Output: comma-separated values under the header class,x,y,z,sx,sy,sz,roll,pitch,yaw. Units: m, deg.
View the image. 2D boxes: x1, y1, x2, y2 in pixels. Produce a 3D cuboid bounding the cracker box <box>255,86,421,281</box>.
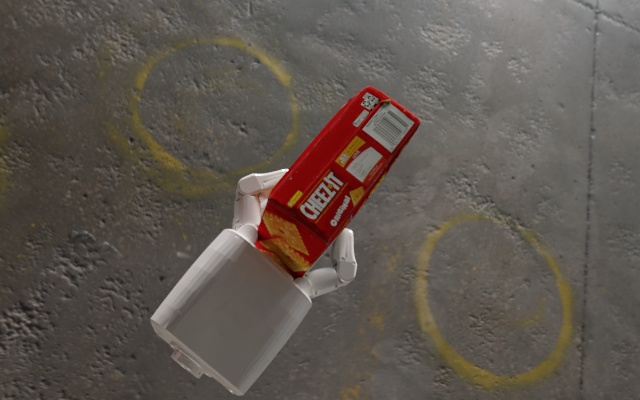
class,x,y,z,sx,sy,sz,roll,pitch,yaw
cracker box,0.000,0.002,0.509,0.072,0.164,0.214,37,-27,2
